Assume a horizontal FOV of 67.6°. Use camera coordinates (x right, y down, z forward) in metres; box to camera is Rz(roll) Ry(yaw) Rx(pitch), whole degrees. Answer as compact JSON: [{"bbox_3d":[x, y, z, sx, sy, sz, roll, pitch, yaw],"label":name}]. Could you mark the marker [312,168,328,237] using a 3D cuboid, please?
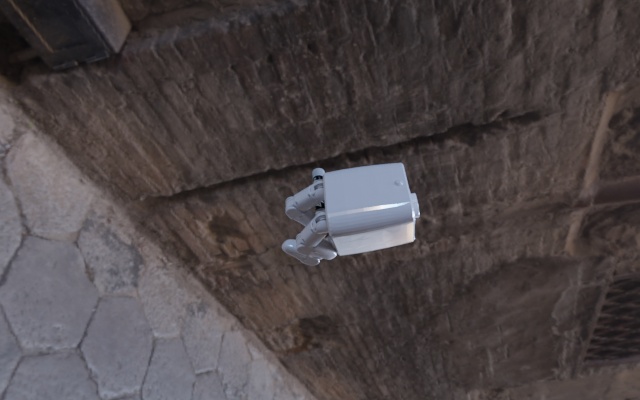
[{"bbox_3d":[0.000,0.002,0.689,0.020,0.121,0.020,-2,-41,-2],"label":"marker"}]
